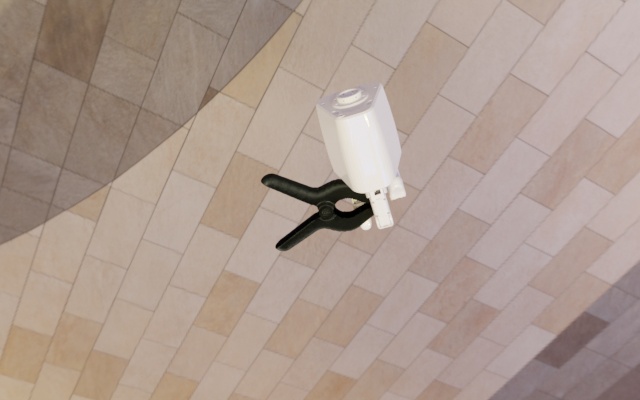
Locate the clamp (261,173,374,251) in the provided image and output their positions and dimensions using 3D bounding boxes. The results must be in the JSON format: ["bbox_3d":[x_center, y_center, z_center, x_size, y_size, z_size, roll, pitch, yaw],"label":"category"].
[{"bbox_3d":[0.000,0.003,0.672,0.171,0.120,0.039,-16,29,7],"label":"clamp"}]
